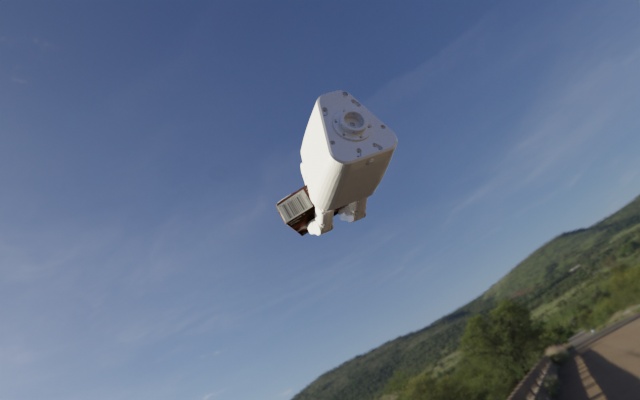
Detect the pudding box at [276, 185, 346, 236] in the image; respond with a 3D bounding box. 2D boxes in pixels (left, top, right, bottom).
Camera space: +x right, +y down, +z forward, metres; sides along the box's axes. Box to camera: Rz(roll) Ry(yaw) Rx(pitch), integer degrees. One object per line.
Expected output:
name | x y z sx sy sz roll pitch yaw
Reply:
pudding box | 0.000 0.002 0.707 0.113 0.039 0.090 -30 -21 4
